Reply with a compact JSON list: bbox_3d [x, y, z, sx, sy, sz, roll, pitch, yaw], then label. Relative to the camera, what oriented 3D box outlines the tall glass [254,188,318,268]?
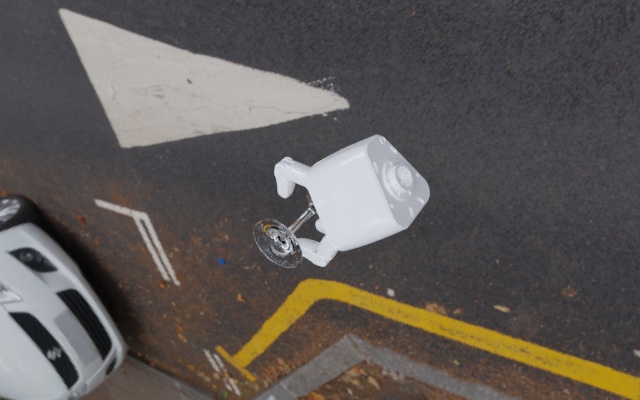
[{"bbox_3d":[0.000,0.002,0.655,0.079,0.079,0.201,0,31,39],"label":"tall glass"}]
